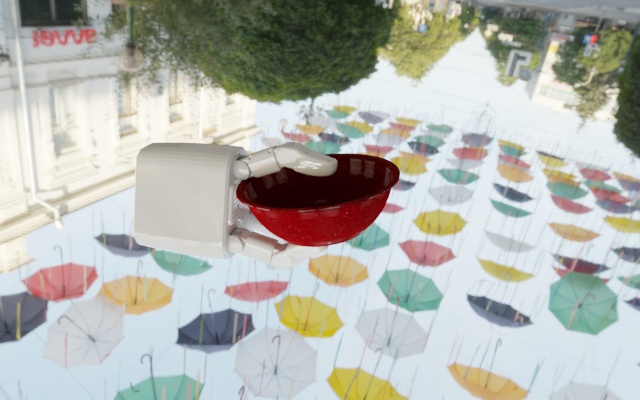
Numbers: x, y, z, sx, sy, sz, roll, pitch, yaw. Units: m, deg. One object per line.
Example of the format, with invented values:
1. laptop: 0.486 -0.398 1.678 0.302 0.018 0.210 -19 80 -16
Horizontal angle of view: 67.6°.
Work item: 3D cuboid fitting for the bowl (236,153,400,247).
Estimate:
1. bowl: 0.001 0.002 0.477 0.162 0.055 0.162 -7 21 3
